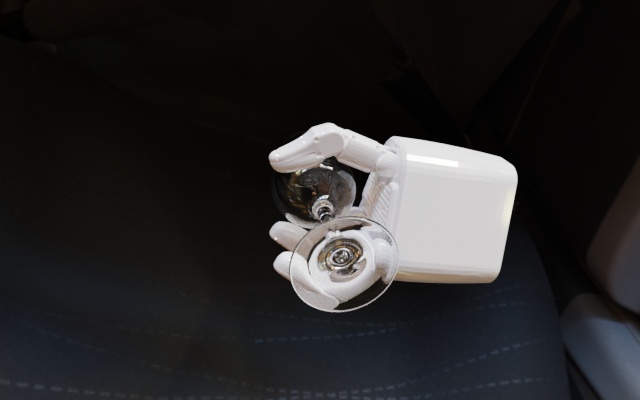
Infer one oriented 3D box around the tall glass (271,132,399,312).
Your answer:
[{"bbox_3d":[0.000,0.002,0.401,0.079,0.079,0.201,0,25,-11],"label":"tall glass"}]
